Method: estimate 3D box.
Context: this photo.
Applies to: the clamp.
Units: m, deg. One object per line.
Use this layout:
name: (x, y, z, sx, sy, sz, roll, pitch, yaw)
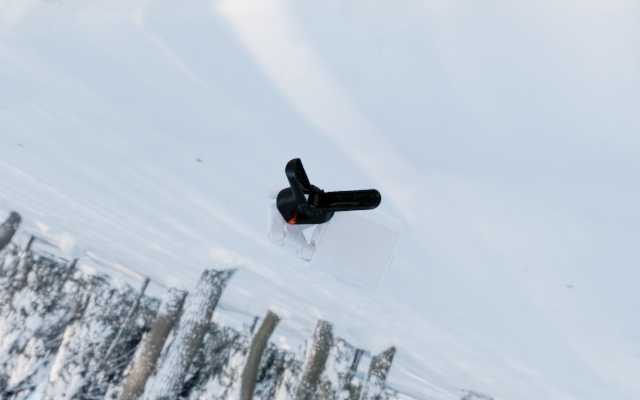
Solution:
clamp: (0.000, 0.003, 0.610, 0.120, 0.039, 0.171, 23, -20, -6)
